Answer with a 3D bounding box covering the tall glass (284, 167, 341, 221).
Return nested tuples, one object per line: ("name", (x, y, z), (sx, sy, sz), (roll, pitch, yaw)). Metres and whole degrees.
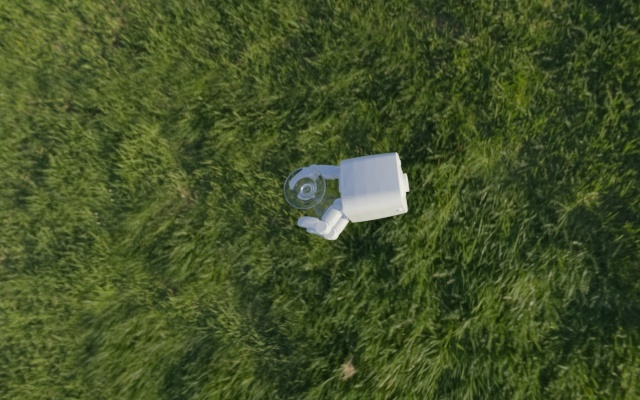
("tall glass", (0.000, 0.003, 0.898), (0.079, 0.079, 0.201), (0, -14, 16))
